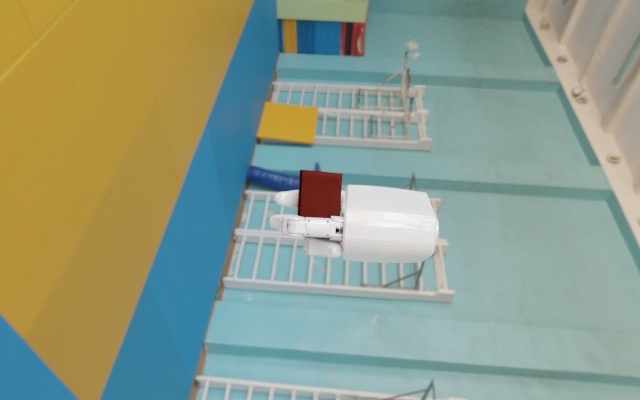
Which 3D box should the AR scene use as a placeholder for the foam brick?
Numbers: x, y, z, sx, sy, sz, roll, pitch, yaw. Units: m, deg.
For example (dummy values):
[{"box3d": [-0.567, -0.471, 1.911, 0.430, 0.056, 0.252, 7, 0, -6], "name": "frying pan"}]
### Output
[{"box3d": [0.000, 0.002, 0.593, 0.051, 0.078, 0.053, 4, 4, 4], "name": "foam brick"}]
